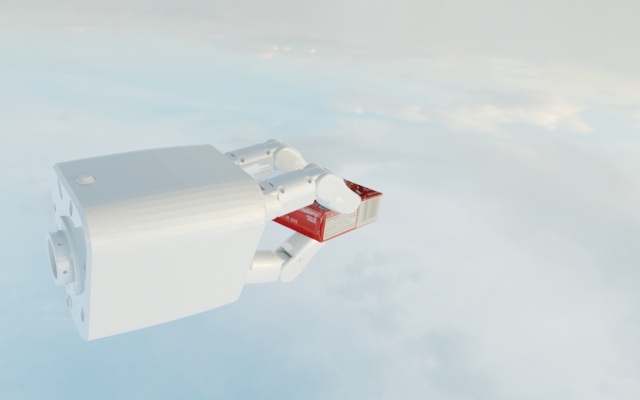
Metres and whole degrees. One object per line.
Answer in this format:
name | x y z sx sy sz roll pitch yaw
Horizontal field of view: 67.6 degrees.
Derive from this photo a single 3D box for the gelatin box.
gelatin box | 0.000 0.002 0.419 0.073 0.030 0.089 23 24 33
